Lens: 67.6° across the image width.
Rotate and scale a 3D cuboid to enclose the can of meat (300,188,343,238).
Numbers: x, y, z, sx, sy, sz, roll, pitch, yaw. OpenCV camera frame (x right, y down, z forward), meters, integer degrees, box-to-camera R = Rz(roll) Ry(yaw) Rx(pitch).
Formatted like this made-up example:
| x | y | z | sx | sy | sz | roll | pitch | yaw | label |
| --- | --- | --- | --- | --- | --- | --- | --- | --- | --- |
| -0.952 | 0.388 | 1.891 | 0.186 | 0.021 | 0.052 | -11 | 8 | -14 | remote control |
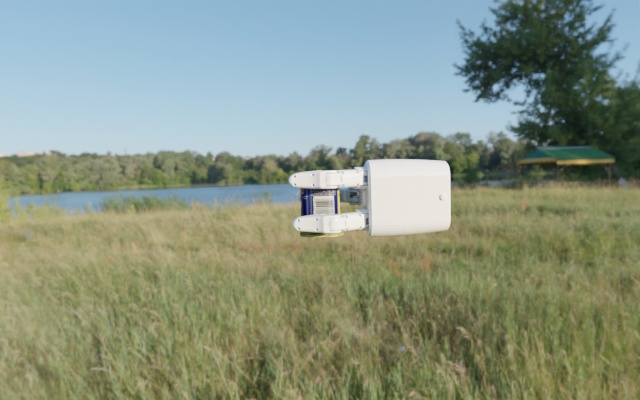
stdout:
| x | y | z | sx | sy | sz | roll | pitch | yaw | label |
| --- | --- | --- | --- | --- | --- | --- | --- | --- | --- |
| 0.000 | 0.002 | 0.653 | 0.057 | 0.084 | 0.102 | -1 | 4 | 0 | can of meat |
